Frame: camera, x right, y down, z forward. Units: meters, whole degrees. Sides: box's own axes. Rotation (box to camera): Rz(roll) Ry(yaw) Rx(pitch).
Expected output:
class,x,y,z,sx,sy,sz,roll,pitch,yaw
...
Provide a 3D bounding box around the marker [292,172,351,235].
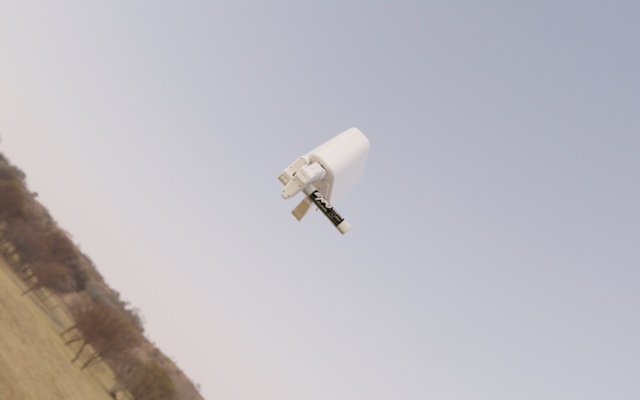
class,x,y,z,sx,sy,sz,roll,pitch,yaw
marker,0.000,0.002,0.733,0.020,0.121,0.020,-42,-5,-5
